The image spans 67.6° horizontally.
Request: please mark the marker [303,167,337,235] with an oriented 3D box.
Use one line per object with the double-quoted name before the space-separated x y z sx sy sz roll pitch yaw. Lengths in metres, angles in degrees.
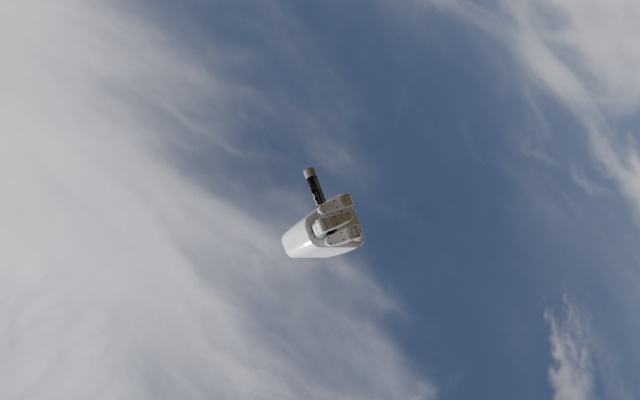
"marker" 0.000 0.003 0.802 0.020 0.121 0.020 -20 -8 -3
